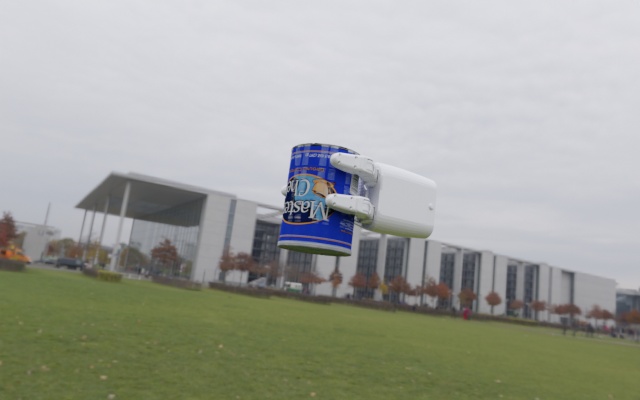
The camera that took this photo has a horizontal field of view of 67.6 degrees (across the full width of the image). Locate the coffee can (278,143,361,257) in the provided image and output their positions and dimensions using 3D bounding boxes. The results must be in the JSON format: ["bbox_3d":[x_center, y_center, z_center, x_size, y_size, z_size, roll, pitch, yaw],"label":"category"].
[{"bbox_3d":[0.000,0.002,0.670,0.103,0.140,0.103,7,-11,1],"label":"coffee can"}]
